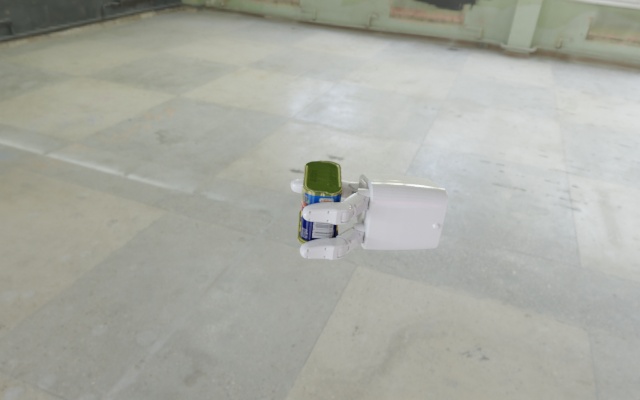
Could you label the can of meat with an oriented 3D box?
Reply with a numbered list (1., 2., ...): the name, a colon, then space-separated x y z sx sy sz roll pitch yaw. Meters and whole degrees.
1. can of meat: 0.000 0.002 0.658 0.057 0.084 0.102 4 30 -2
